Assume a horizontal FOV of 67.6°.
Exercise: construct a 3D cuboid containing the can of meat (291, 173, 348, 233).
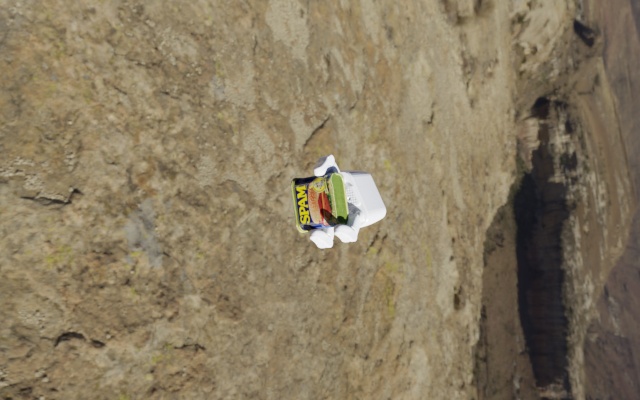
[{"bbox_3d":[0.000,0.003,0.866,0.084,0.102,0.057,-8,-2,29],"label":"can of meat"}]
